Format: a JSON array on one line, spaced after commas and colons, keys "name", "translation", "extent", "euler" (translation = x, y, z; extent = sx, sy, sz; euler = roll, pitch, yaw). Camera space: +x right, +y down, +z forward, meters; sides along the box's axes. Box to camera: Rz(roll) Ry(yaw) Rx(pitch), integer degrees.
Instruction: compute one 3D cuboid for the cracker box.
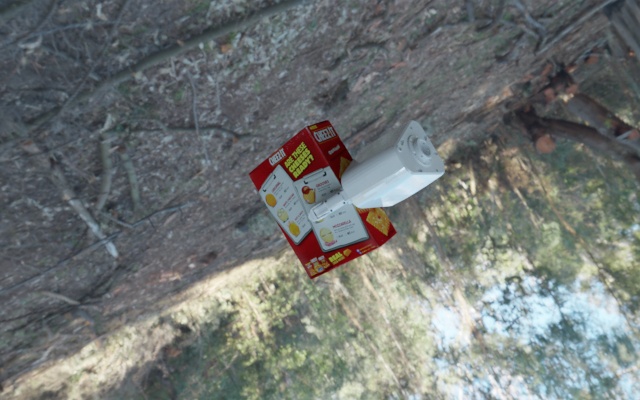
[{"name": "cracker box", "translation": [0.000, 0.003, 0.786], "extent": [0.164, 0.213, 0.072], "euler": [-33, -3, 40]}]
